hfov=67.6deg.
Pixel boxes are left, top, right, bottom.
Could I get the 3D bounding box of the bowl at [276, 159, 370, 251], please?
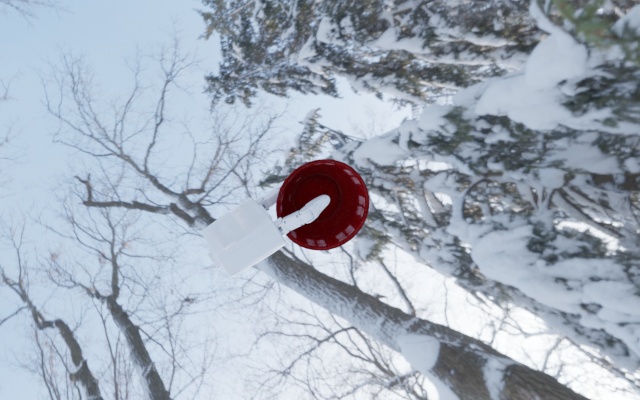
[{"bbox_3d":[0.001,0.002,0.827,0.162,0.162,0.055,0,16,-12],"label":"bowl"}]
